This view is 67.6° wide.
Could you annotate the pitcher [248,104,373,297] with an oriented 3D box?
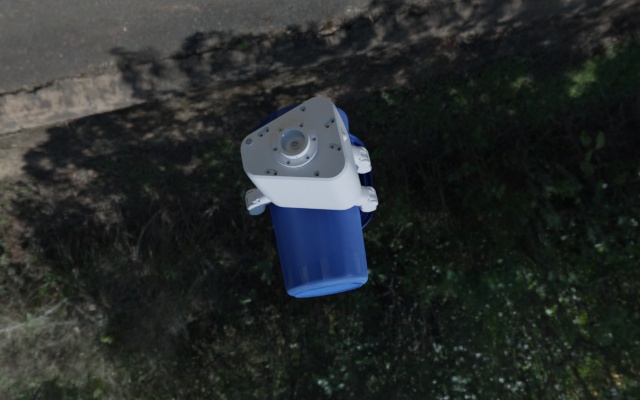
[{"bbox_3d":[0.000,0.002,0.654,0.149,0.242,0.145,-12,-17,8],"label":"pitcher"}]
